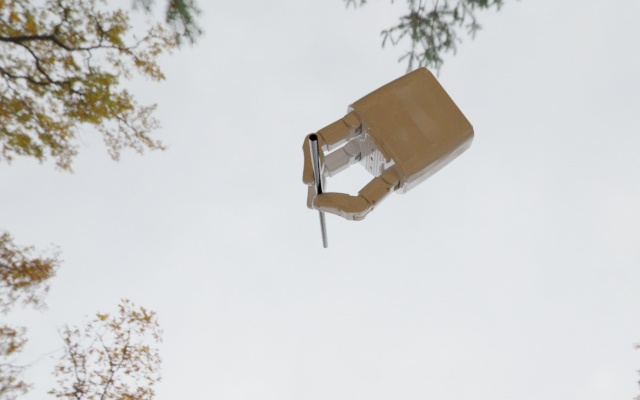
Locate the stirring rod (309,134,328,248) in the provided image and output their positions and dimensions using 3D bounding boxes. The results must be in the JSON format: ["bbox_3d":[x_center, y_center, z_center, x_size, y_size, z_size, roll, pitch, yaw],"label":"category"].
[{"bbox_3d":[0.000,0.002,0.538,0.011,0.011,0.240,0,-29,4],"label":"stirring rod"}]
